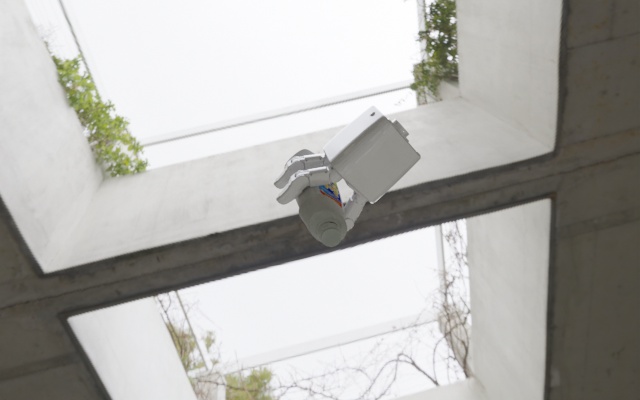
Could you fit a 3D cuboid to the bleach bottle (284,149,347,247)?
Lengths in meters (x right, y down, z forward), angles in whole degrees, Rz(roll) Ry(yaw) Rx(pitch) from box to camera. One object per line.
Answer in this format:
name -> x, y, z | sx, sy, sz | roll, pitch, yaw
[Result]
bleach bottle -> 0.000, 0.002, 0.763 | 0.103, 0.068, 0.250 | 44, 12, -25
